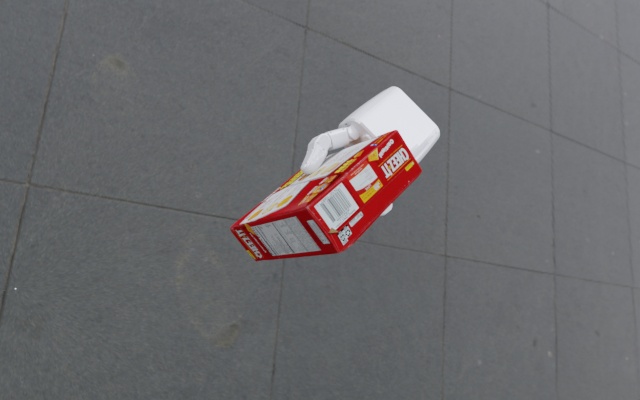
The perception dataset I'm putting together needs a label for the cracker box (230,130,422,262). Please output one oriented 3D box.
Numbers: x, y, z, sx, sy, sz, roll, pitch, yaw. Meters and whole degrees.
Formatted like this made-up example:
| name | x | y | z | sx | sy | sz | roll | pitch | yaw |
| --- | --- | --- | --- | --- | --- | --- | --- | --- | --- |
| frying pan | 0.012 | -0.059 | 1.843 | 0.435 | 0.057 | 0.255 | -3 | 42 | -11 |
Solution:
| name | x | y | z | sx | sy | sz | roll | pitch | yaw |
| --- | --- | --- | --- | --- | --- | --- | --- | --- | --- |
| cracker box | 0.000 | 0.002 | 0.614 | 0.164 | 0.072 | 0.214 | -42 | 14 | -31 |
